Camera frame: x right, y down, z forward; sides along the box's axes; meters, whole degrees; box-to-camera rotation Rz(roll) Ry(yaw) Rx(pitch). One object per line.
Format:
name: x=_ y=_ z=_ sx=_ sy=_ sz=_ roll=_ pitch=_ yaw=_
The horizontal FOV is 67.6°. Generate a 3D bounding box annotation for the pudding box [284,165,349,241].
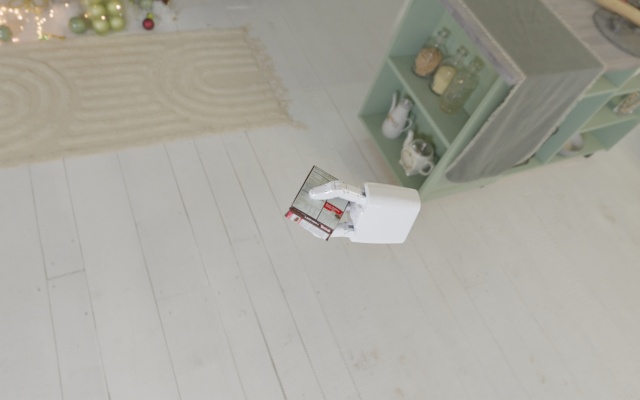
pudding box: x=0.000 y=0.003 z=0.850 sx=0.090 sy=0.113 sz=0.039 roll=30 pitch=-40 yaw=-2
